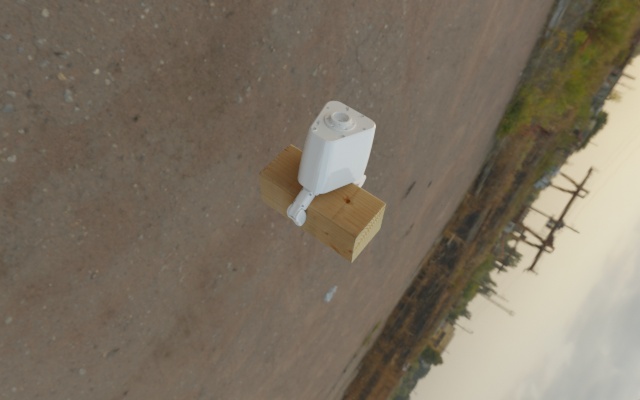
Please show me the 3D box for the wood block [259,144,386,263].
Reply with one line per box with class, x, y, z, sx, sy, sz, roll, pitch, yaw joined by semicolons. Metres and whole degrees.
wood block;0.000;0.003;0.842;0.206;0.090;0.090;34;-29;19
